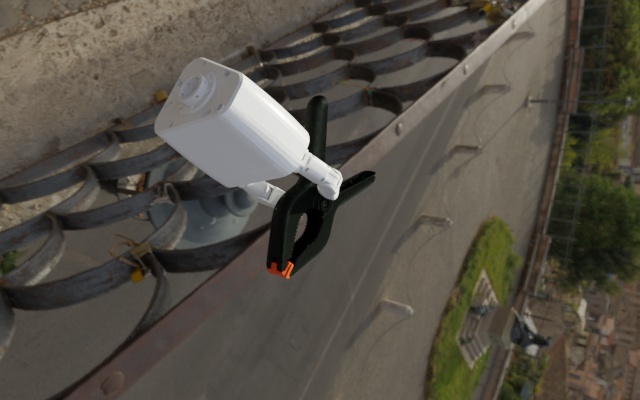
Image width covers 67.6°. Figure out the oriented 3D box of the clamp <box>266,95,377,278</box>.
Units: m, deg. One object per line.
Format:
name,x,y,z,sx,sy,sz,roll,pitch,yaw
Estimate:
clamp,0.000,0.002,0.589,0.036,0.210,0.165,9,-21,39
